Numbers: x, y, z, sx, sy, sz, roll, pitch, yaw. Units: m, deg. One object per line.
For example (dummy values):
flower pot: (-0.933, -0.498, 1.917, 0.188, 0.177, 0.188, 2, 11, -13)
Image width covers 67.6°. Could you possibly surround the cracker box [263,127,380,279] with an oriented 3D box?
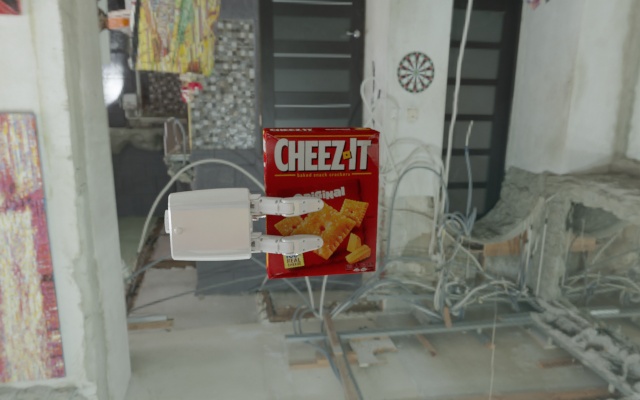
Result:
cracker box: (0.000, 0.002, 0.701, 0.164, 0.214, 0.072, -2, 13, -9)
